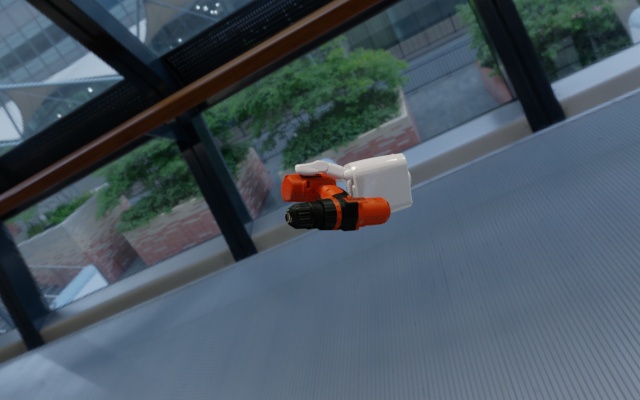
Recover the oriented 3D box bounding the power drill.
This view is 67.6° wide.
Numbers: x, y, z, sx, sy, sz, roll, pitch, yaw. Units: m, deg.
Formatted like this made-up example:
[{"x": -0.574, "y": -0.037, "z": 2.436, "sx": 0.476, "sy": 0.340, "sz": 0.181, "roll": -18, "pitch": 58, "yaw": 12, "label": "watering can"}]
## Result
[{"x": 0.000, "y": 0.002, "z": 0.824, "sx": 0.184, "sy": 0.057, "sz": 0.187, "roll": -1, "pitch": 19, "yaw": -27, "label": "power drill"}]
